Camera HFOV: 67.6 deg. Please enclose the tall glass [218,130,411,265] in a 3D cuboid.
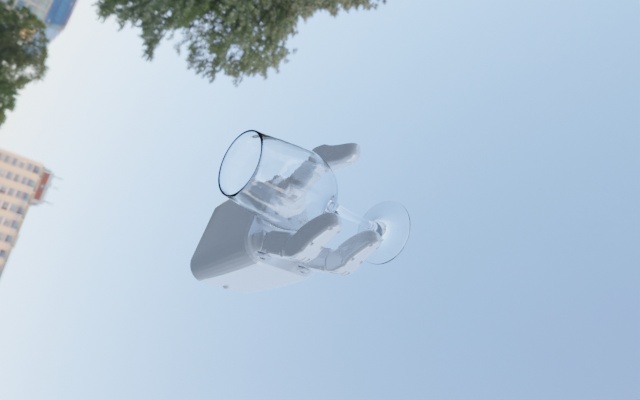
[{"bbox_3d":[0.001,0.002,0.468,0.201,0.079,0.079,26,-18,-40],"label":"tall glass"}]
